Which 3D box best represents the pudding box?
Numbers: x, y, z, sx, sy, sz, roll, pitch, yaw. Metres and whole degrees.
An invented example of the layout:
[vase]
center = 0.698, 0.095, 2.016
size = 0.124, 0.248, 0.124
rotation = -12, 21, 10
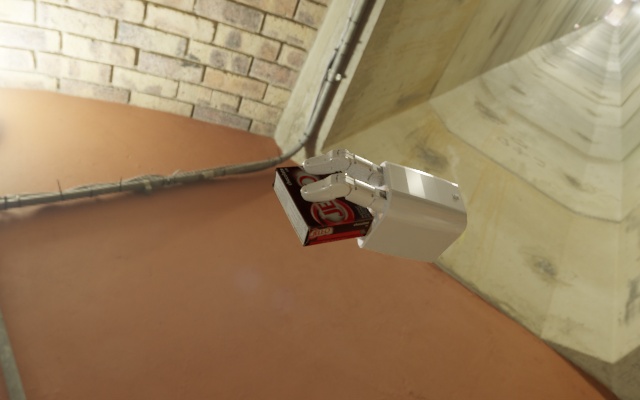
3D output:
[pudding box]
center = 0.000, 0.002, 0.603
size = 0.090, 0.039, 0.113
rotation = -7, 43, -29
